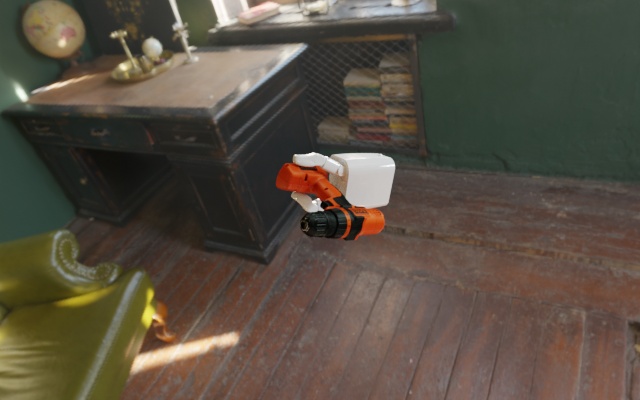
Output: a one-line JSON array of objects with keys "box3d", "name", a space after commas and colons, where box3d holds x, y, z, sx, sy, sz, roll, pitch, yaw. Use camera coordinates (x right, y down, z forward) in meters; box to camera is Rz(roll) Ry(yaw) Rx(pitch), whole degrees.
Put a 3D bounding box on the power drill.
[{"box3d": [0.000, 0.002, 0.851, 0.184, 0.057, 0.187, 2, 33, -44], "name": "power drill"}]
